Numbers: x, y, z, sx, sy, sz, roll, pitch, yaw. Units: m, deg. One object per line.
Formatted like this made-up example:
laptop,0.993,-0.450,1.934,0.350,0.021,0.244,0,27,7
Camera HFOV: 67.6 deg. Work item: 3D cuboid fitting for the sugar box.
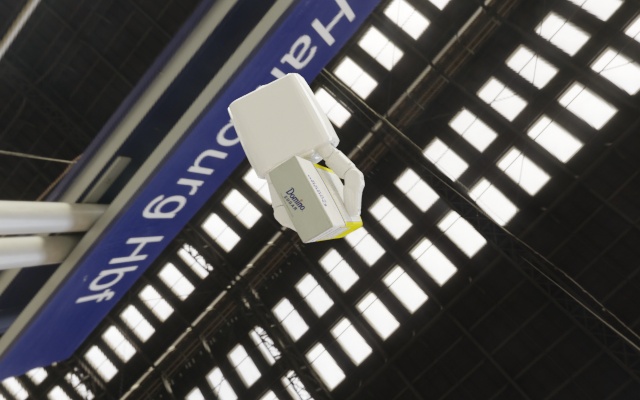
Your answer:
sugar box,0.000,0.002,0.602,0.048,0.093,0.176,-31,-11,15
